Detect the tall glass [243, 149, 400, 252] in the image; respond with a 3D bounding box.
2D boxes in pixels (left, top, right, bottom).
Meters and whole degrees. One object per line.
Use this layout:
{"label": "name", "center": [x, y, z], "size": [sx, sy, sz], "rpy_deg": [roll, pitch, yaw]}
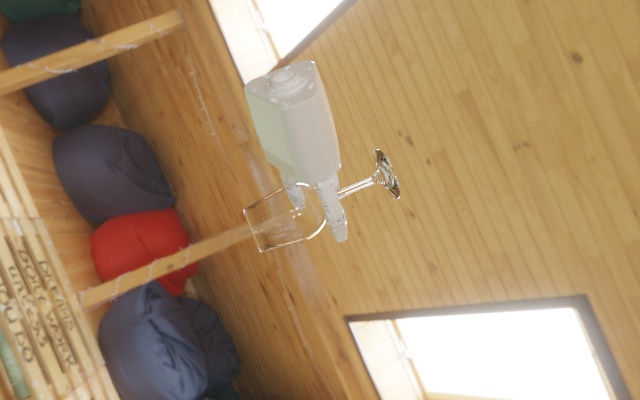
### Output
{"label": "tall glass", "center": [0.001, 0.002, 0.641], "size": [0.201, 0.079, 0.079], "rpy_deg": [-23, 3, -7]}
